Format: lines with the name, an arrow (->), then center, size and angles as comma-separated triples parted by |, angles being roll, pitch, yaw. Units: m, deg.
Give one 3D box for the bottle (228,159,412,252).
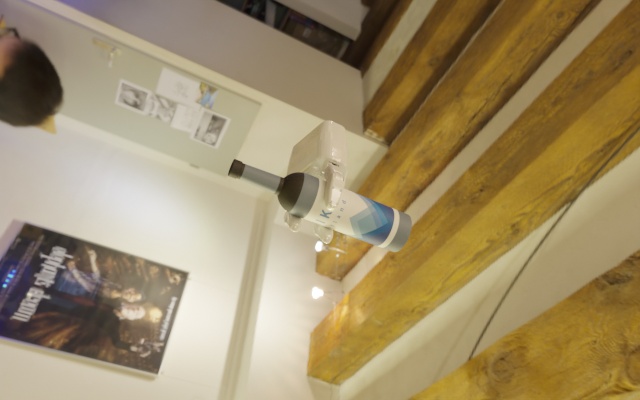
bottle -> 0.000, 0.003, 0.742 | 0.296, 0.069, 0.069 | 21, -6, -17
